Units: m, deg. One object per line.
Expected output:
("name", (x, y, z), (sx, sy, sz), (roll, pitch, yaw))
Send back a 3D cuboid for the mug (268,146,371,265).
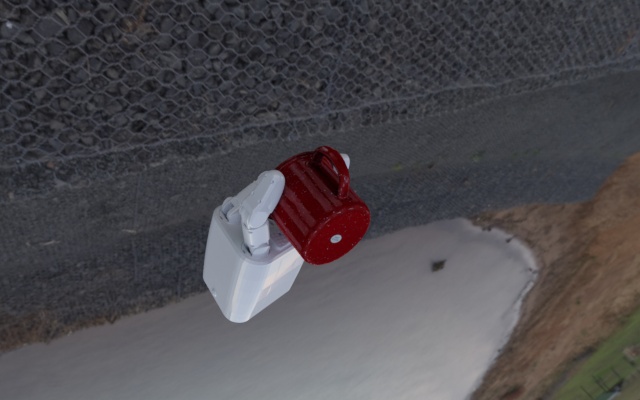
("mug", (0.001, 0.001, 0.477), (0.093, 0.117, 0.081), (-11, 46, -37))
